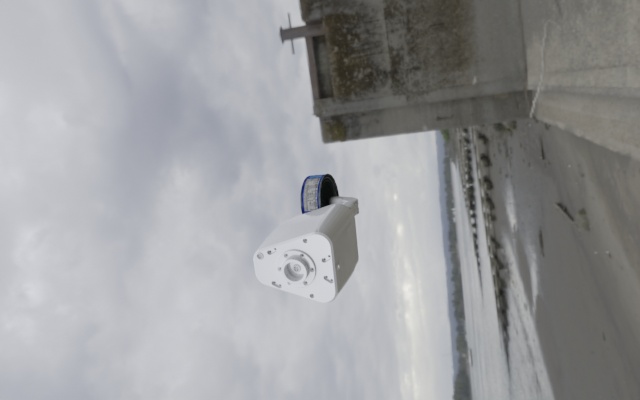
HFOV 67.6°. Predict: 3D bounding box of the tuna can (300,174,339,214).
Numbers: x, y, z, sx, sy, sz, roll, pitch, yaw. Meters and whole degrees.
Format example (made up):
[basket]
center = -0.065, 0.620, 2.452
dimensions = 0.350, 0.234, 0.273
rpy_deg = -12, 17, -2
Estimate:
[tuna can]
center = 0.000, 0.002, 0.738
dimensions = 0.034, 0.086, 0.086
rpy_deg = -4, -1, 21
